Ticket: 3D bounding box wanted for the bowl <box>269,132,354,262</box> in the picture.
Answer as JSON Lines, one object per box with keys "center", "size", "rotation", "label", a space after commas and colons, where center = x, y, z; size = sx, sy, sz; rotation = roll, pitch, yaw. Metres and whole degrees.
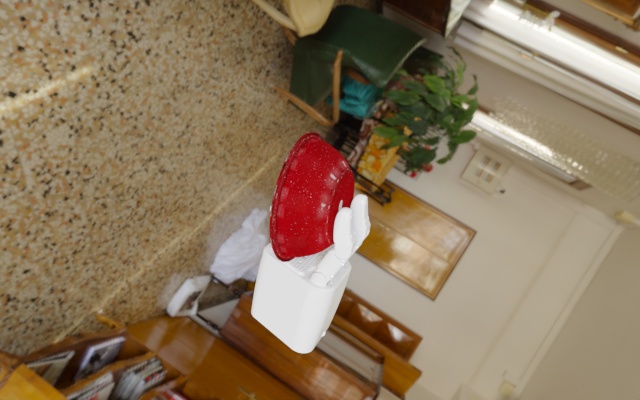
{"center": [0.001, 0.001, 0.570], "size": [0.055, 0.162, 0.162], "rotation": [14, 4, 19], "label": "bowl"}
